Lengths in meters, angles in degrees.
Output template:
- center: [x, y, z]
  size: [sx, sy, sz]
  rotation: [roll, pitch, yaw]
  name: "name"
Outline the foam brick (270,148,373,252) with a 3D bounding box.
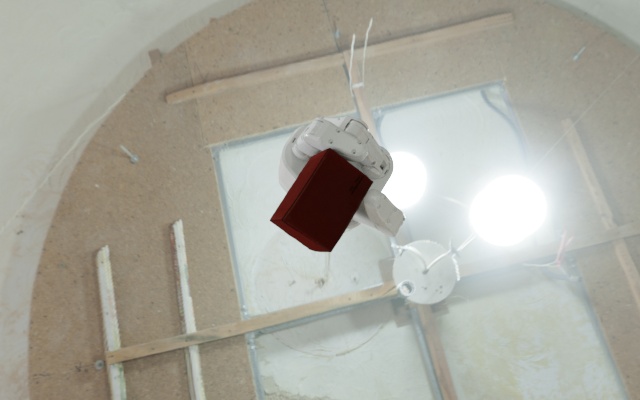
- center: [0.000, 0.002, 0.430]
  size: [0.053, 0.078, 0.051]
  rotation: [37, -16, -14]
  name: "foam brick"
